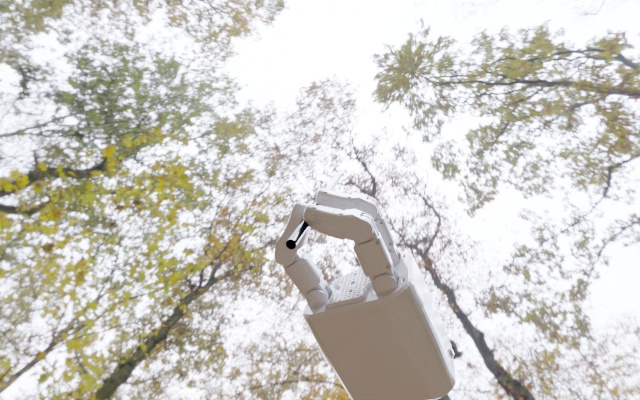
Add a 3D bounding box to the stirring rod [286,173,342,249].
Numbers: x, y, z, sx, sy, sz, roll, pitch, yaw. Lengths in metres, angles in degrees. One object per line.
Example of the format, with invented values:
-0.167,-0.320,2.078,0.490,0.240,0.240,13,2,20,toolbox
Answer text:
0.000,0.002,0.468,0.011,0.011,0.239,0,15,11,stirring rod
